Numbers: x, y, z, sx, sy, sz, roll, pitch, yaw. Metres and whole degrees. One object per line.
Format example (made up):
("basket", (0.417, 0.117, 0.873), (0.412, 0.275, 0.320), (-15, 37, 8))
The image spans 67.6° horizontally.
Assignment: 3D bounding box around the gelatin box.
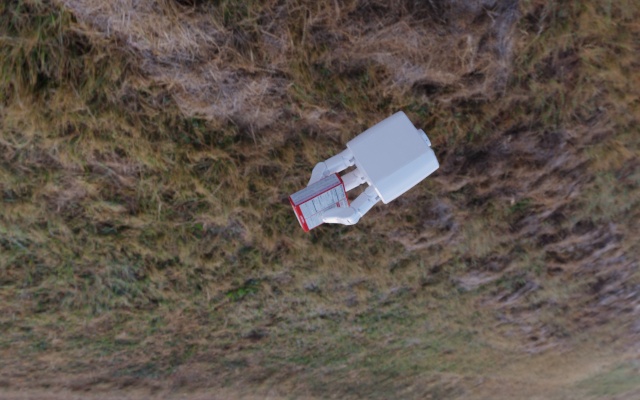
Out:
("gelatin box", (0.000, 0.003, 0.775), (0.089, 0.030, 0.073), (-28, -38, -6))
